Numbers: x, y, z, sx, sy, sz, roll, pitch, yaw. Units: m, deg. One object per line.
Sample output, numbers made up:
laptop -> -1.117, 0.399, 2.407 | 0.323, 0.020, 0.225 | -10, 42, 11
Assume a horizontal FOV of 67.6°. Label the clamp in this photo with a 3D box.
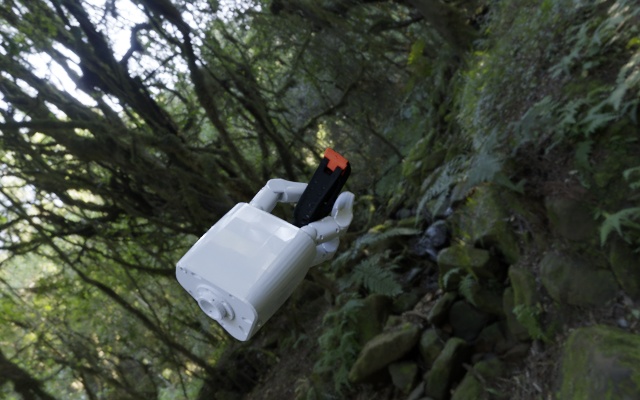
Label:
clamp -> -0.001, 0.001, 0.597 | 0.036, 0.164, 0.210 | 35, -39, 8
